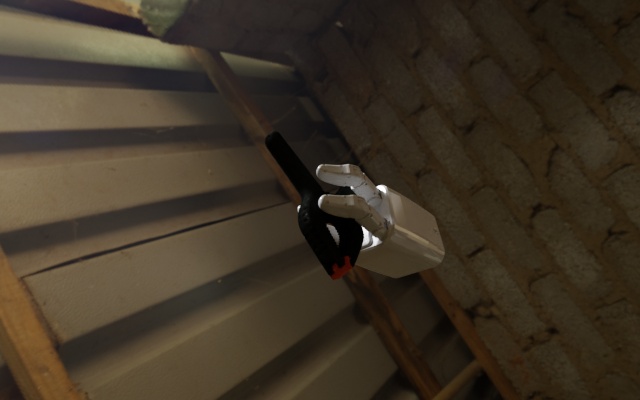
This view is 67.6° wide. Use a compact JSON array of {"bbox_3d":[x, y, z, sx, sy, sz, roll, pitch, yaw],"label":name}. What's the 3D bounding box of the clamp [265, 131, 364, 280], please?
[{"bbox_3d":[0.000,0.003,0.616,0.164,0.209,0.036,23,-50,-27],"label":"clamp"}]
